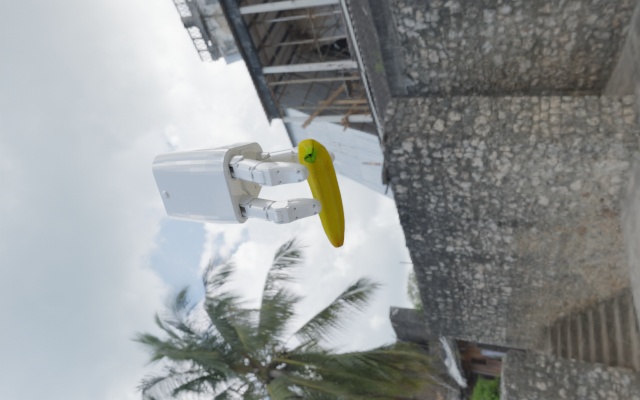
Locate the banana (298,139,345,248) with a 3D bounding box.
[{"bbox_3d":[0.001,-0.015,0.603,0.037,0.069,0.198,-3,-36,14],"label":"banana"}]
